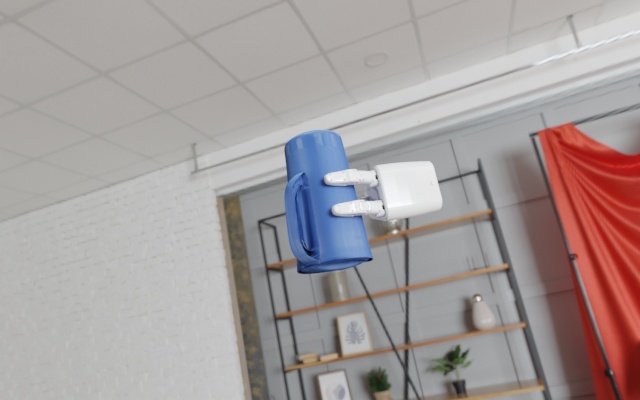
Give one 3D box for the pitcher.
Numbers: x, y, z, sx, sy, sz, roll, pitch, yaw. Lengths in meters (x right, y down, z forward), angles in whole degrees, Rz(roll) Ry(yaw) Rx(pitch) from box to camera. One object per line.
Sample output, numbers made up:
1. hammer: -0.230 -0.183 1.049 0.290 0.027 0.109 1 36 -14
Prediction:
1. pitcher: 0.000 0.003 0.838 0.145 0.242 0.149 -8 -15 -10
